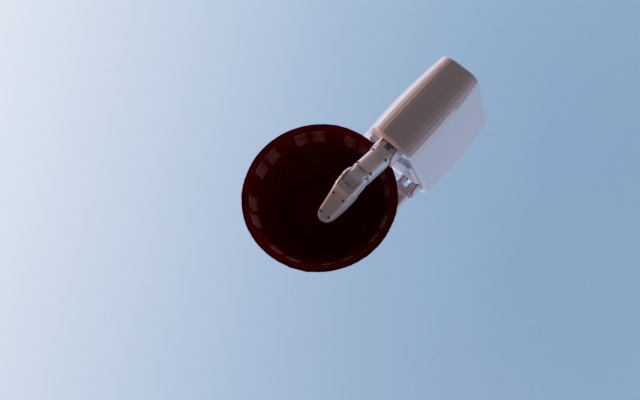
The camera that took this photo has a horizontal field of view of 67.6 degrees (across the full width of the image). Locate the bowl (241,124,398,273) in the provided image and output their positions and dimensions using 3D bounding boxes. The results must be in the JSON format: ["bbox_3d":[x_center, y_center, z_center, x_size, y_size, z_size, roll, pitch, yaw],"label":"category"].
[{"bbox_3d":[-0.001,0.002,0.513,0.162,0.162,0.055,0,-19,4],"label":"bowl"}]
